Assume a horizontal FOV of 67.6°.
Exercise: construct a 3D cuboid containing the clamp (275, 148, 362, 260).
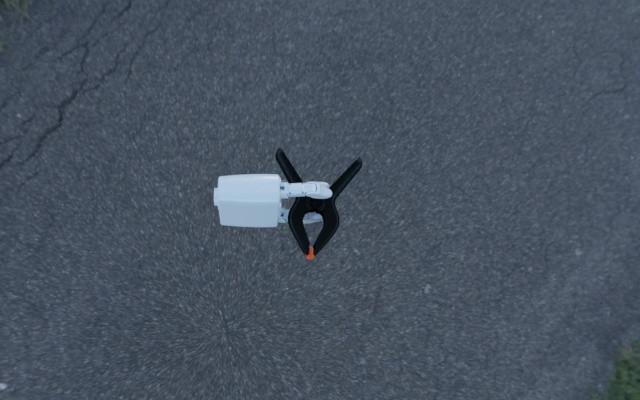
[{"bbox_3d":[0.000,0.003,0.883,0.164,0.210,0.036,-1,-15,-5],"label":"clamp"}]
